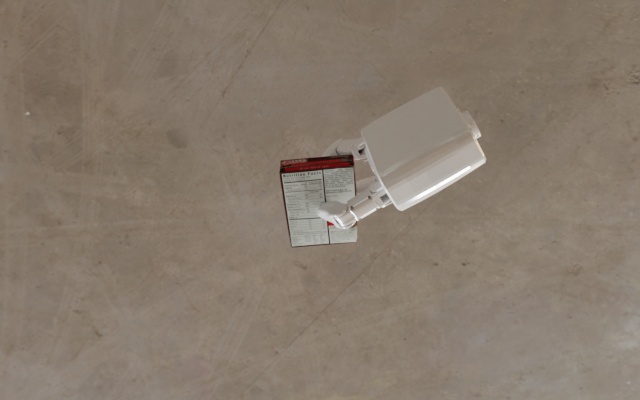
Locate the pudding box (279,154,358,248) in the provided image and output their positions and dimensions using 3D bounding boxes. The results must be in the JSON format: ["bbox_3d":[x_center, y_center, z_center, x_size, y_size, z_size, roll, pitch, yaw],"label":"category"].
[{"bbox_3d":[0.000,0.002,0.590,0.090,0.114,0.039,-4,29,3],"label":"pudding box"}]
